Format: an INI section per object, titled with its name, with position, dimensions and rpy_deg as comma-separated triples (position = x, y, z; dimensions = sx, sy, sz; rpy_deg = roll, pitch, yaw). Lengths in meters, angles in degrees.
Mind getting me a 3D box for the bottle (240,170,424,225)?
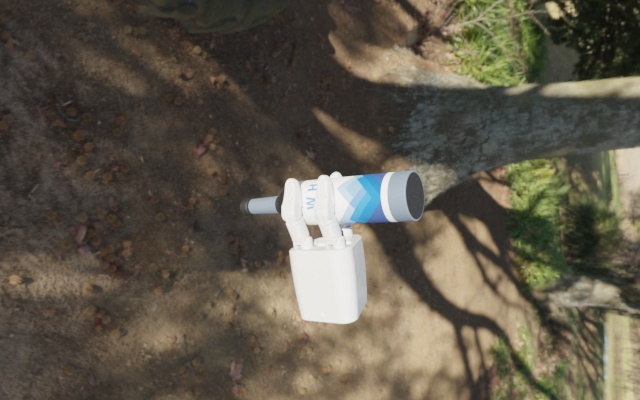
[bottle]
position = 0.000, 0.002, 0.700
dimensions = 0.296, 0.069, 0.069
rpy_deg = -4, -2, 33
